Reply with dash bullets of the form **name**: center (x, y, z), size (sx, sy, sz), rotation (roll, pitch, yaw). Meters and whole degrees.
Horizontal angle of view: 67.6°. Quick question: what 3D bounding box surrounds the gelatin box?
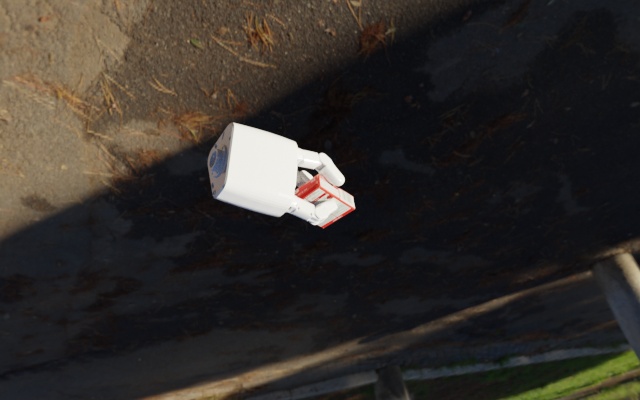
- **gelatin box**: center (0.000, 0.003, 0.781), size (0.073, 0.030, 0.089), rotation (-34, -47, 30)
